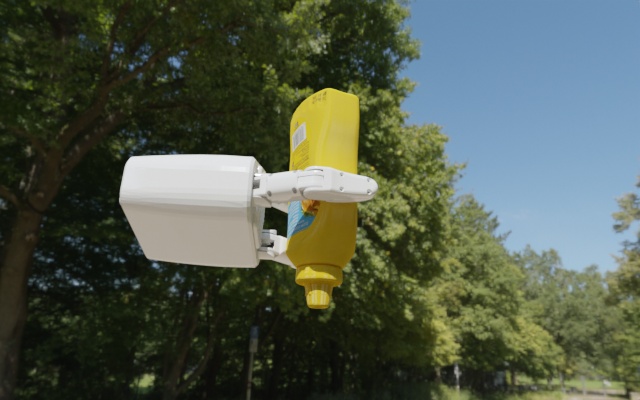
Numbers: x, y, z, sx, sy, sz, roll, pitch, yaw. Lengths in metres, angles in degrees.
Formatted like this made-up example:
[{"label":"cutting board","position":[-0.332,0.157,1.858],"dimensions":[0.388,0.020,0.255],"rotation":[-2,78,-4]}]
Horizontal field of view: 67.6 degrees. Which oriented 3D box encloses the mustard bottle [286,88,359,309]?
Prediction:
[{"label":"mustard bottle","position":[0.000,0.001,0.440],"dimensions":[0.058,0.191,0.096],"rotation":[11,-23,-23]}]
